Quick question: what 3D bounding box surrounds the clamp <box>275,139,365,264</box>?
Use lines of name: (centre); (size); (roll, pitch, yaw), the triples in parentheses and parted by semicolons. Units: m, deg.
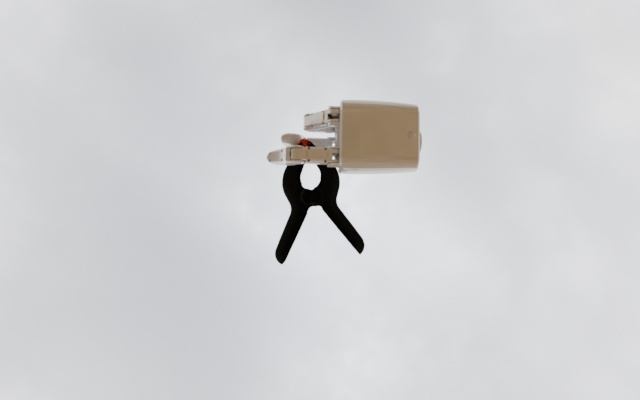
clamp: (0.000, 0.002, 0.651); (0.120, 0.171, 0.039); (1, -4, 0)
